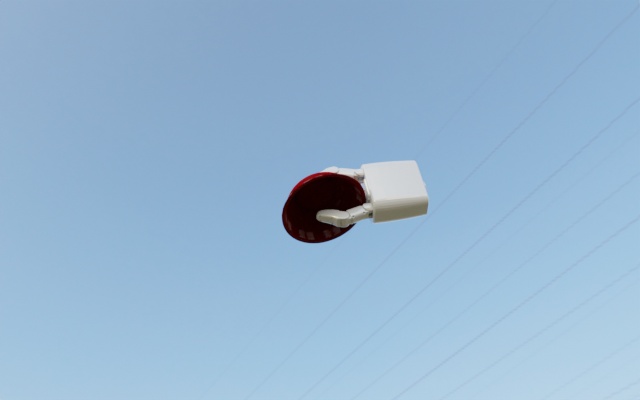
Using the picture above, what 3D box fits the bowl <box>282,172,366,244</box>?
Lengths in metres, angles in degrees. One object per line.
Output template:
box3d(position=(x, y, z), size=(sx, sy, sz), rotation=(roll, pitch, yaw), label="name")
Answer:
box3d(position=(-0.001, 0.003, 0.887), size=(0.162, 0.162, 0.055), rotation=(0, 37, -23), label="bowl")
